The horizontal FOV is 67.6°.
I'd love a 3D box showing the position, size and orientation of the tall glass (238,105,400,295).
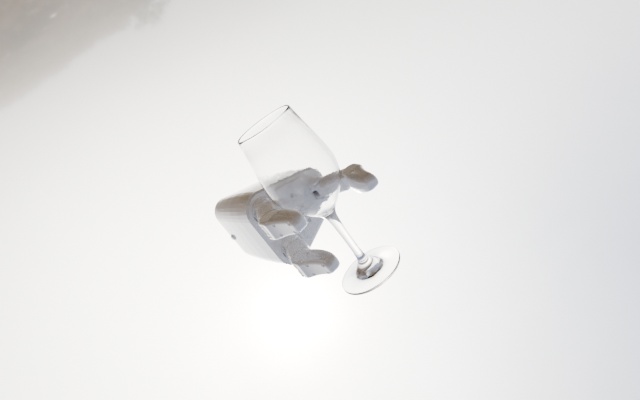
[{"bbox_3d":[0.001,0.002,0.492,0.079,0.201,0.079,-31,21,13],"label":"tall glass"}]
